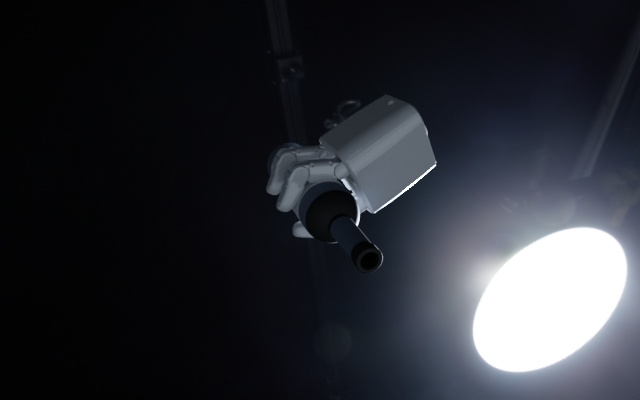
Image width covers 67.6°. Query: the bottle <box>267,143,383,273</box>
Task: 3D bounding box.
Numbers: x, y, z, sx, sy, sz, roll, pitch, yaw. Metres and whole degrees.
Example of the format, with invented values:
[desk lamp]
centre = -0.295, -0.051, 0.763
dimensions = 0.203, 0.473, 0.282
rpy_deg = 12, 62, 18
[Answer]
[bottle]
centre = 0.000, 0.002, 0.578
dimensions = 0.069, 0.069, 0.295
rpy_deg = 0, 22, -20
